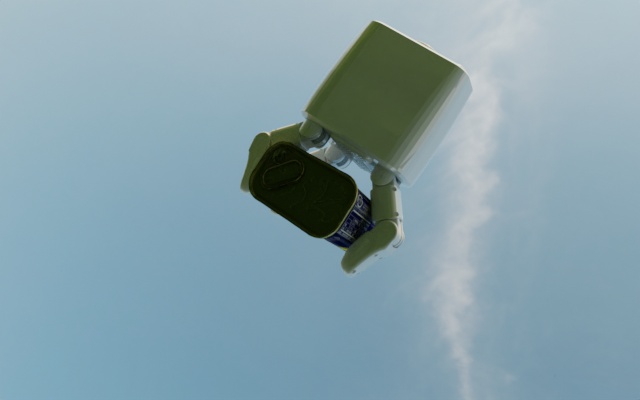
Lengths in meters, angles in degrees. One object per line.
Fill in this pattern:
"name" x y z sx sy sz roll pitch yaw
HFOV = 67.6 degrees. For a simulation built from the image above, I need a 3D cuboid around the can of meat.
"can of meat" 0.000 0.002 0.426 0.102 0.057 0.084 31 -2 31
